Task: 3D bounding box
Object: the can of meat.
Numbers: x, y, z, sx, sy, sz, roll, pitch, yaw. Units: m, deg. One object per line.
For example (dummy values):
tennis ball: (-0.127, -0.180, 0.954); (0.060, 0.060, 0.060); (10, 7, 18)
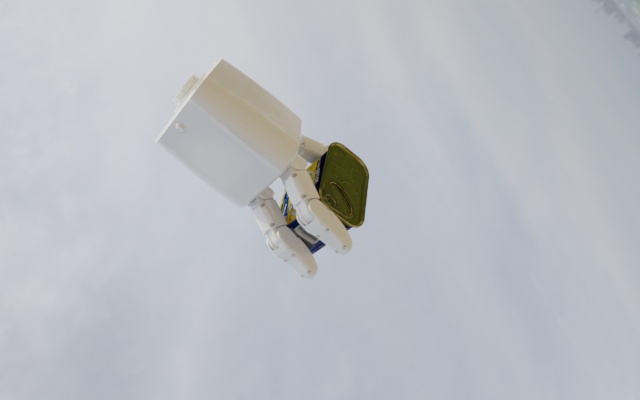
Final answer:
can of meat: (0.000, 0.002, 0.504); (0.057, 0.102, 0.084); (36, -50, -22)
